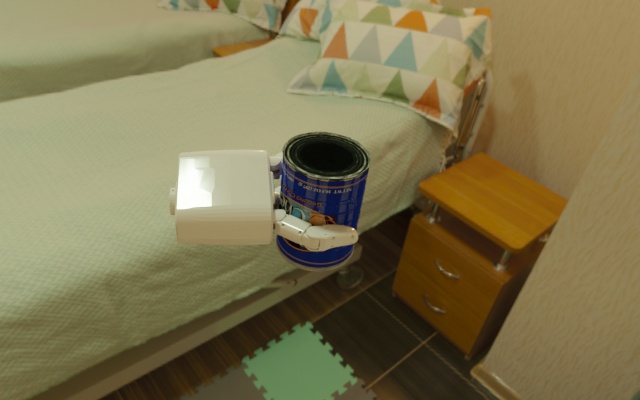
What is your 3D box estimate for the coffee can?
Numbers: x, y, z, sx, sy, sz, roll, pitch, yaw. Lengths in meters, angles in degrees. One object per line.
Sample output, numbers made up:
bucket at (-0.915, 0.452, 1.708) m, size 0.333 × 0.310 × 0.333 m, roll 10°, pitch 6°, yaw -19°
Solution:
coffee can at (0.000, 0.002, 0.585) m, size 0.103 × 0.140 × 0.102 m, roll 5°, pitch 37°, yaw -4°
